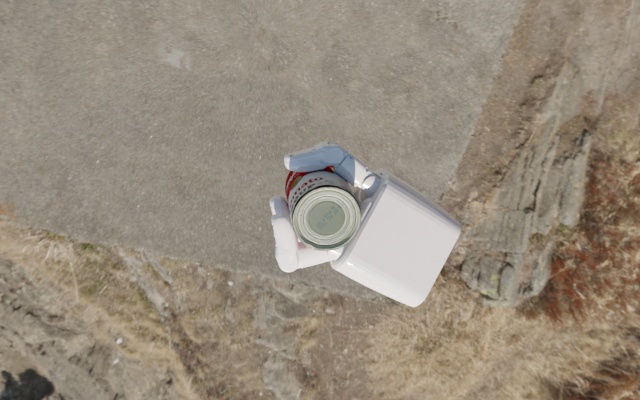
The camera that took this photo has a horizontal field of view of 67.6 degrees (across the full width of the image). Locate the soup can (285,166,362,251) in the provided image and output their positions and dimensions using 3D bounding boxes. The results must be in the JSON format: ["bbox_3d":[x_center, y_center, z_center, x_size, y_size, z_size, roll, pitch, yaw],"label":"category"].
[{"bbox_3d":[0.000,0.001,0.489,0.068,0.068,0.102,0,19,-7],"label":"soup can"}]
